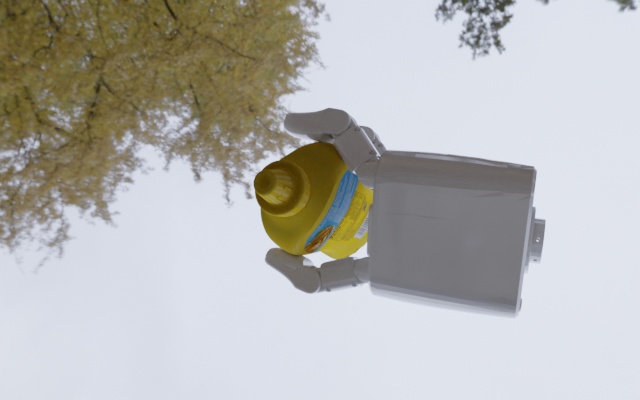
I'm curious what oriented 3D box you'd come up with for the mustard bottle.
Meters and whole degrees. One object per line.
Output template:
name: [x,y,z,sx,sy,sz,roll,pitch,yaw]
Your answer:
mustard bottle: [0.000,0.001,0.409,0.058,0.096,0.191,33,6,24]
